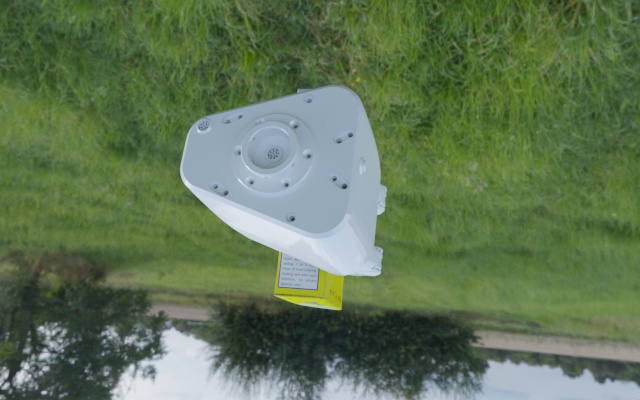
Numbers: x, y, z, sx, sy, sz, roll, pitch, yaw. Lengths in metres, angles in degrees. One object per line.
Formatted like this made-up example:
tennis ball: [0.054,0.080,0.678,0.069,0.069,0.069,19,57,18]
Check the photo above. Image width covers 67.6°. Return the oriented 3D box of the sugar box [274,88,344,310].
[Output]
sugar box: [0.001,0.001,0.416,0.048,0.176,0.093,4,-16,12]
